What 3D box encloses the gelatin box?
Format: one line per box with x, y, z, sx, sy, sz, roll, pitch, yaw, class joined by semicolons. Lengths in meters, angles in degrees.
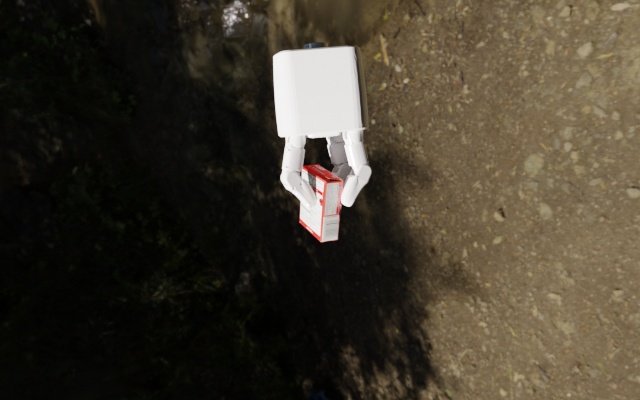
0.000;0.003;0.659;0.030;0.089;0.073;-6;22;-26;gelatin box
